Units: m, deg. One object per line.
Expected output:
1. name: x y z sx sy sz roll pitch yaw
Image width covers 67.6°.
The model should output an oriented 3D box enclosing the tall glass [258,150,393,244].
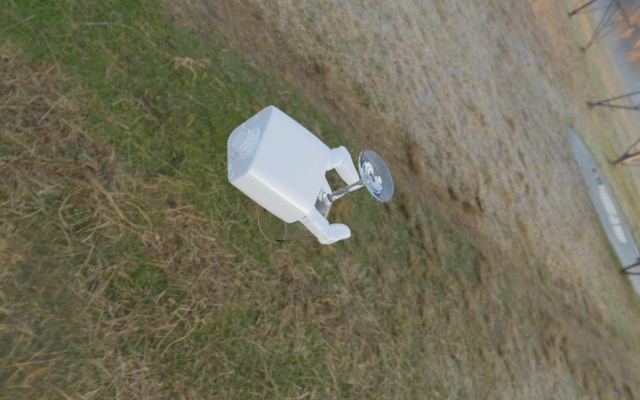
1. tall glass: 0.001 0.002 0.683 0.201 0.079 0.079 -26 -15 35
